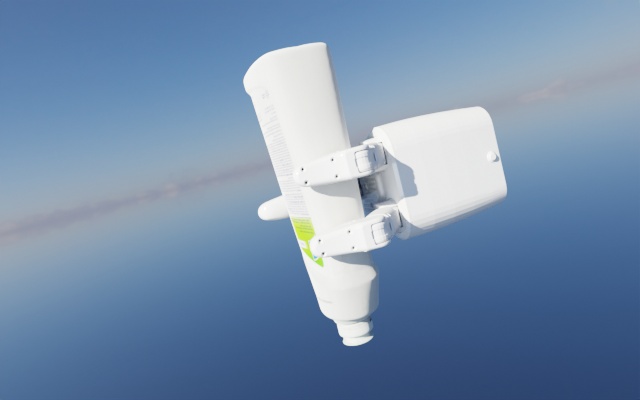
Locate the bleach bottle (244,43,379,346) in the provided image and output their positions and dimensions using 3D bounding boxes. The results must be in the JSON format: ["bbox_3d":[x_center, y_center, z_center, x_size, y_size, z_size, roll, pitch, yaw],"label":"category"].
[{"bbox_3d":[0.000,0.001,0.419,0.068,0.251,0.102,-16,6,-16],"label":"bleach bottle"}]
